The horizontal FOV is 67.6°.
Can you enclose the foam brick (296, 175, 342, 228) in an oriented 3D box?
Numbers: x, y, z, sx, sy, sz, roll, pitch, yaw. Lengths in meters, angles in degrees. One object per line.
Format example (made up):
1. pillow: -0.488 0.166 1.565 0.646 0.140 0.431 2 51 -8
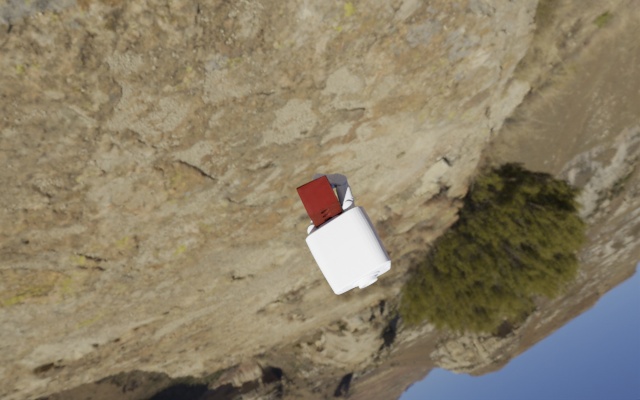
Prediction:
1. foam brick: 0.000 0.002 0.773 0.053 0.051 0.078 -25 -19 0
